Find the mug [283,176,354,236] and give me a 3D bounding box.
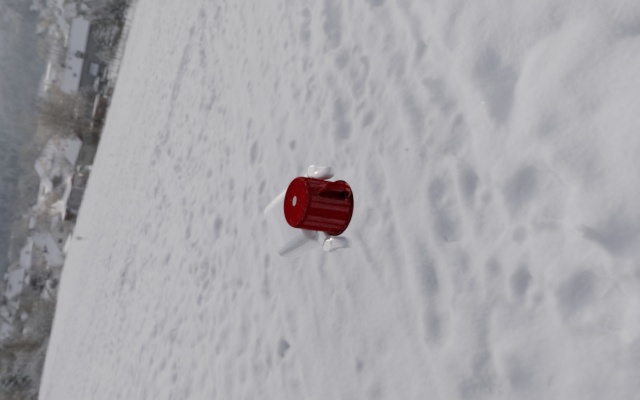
[{"bbox_3d":[0.001,0.002,0.748,0.081,0.093,0.117,9,-28,-32],"label":"mug"}]
